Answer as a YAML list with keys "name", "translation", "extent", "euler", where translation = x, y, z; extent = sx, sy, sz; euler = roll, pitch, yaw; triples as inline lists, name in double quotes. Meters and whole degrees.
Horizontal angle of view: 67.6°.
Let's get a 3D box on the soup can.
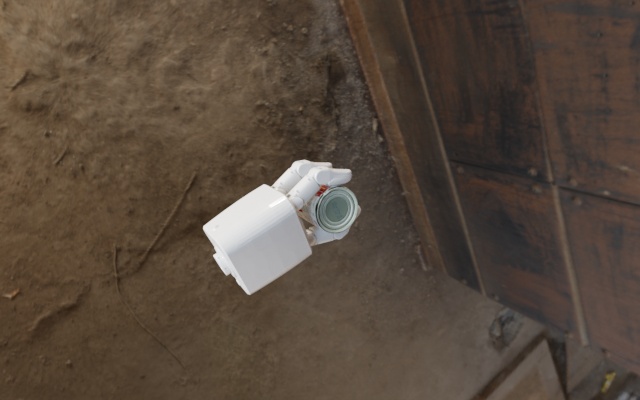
- name: "soup can"
  translation: [0.001, 0.002, 0.688]
  extent: [0.068, 0.068, 0.102]
  euler: [0, 13, -28]
